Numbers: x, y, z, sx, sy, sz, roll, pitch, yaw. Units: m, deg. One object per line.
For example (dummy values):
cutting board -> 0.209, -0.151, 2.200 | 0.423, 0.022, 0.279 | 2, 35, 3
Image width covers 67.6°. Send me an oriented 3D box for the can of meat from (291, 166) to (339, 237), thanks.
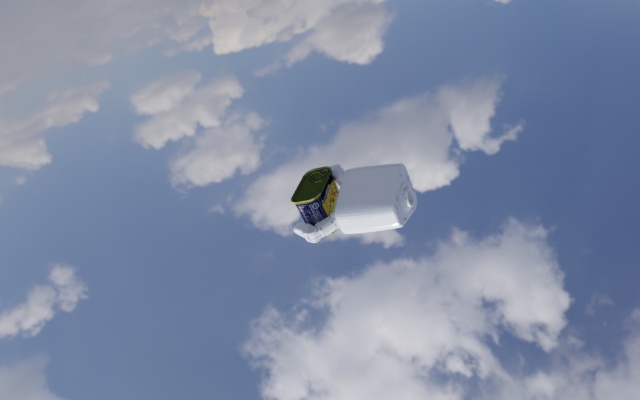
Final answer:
can of meat -> 0.000, 0.003, 0.850 | 0.057, 0.084, 0.102 | -10, 34, 27
